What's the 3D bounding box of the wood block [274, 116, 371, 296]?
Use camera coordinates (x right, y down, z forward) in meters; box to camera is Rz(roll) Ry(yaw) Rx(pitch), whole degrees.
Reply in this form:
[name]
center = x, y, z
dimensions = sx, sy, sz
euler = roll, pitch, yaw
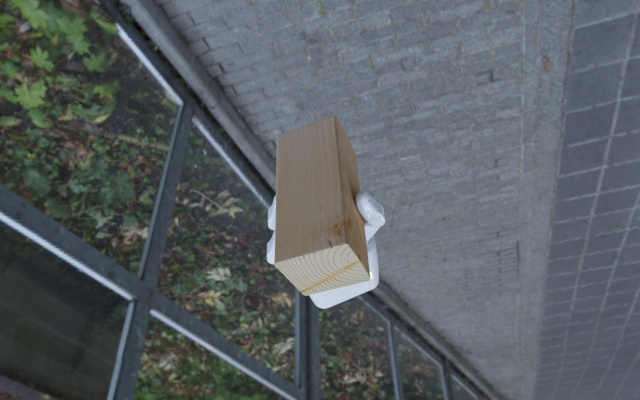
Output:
[wood block]
center = 0.001, 0.002, 0.613
dimensions = 0.091, 0.206, 0.090
euler = -16, -40, 16
